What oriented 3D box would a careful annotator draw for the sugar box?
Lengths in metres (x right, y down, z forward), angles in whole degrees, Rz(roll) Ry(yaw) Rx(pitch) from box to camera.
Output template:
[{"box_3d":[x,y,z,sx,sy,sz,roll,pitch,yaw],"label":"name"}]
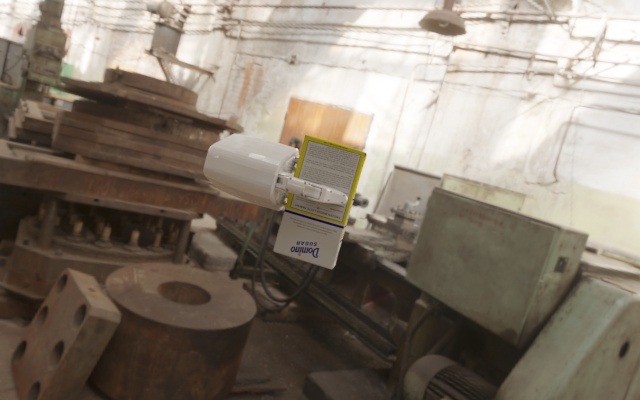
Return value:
[{"box_3d":[0.000,0.002,0.697,0.093,0.176,0.048,17,6,7],"label":"sugar box"}]
